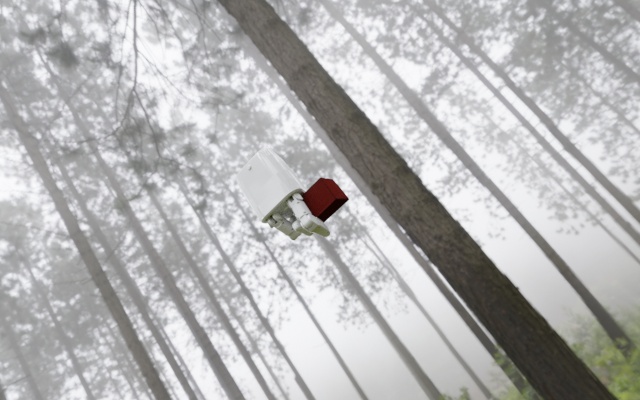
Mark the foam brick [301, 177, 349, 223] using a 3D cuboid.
[{"bbox_3d":[0.000,0.003,0.856,0.078,0.051,0.053,-43,-21,20],"label":"foam brick"}]
